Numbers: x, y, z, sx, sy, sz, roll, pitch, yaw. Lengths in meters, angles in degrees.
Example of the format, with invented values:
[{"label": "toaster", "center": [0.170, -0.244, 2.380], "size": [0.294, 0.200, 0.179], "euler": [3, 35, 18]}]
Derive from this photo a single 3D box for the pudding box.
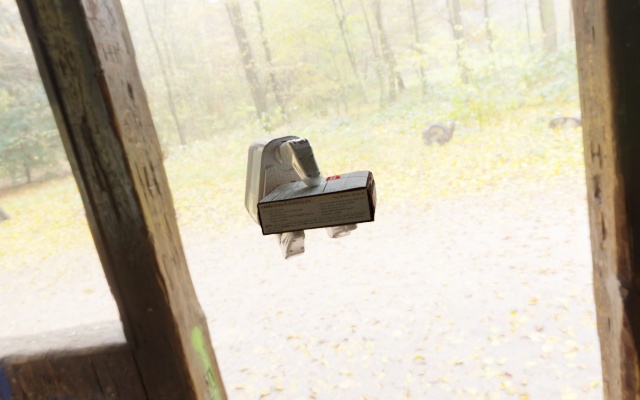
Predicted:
[{"label": "pudding box", "center": [0.000, 0.001, 0.491], "size": [0.113, 0.039, 0.090], "euler": [-10, 13, 10]}]
